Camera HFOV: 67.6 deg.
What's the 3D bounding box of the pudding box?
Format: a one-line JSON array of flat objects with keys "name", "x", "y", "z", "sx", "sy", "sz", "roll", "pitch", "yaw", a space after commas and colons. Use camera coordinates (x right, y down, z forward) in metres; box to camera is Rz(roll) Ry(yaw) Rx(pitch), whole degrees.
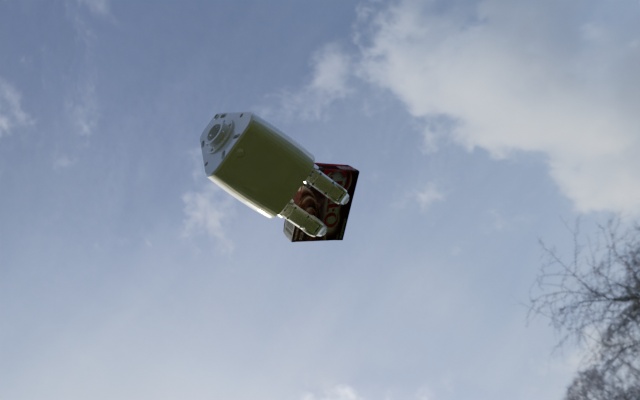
[{"name": "pudding box", "x": 0.000, "y": 0.002, "z": 0.688, "sx": 0.090, "sy": 0.113, "sz": 0.039, "roll": 1, "pitch": 23, "yaw": -32}]
